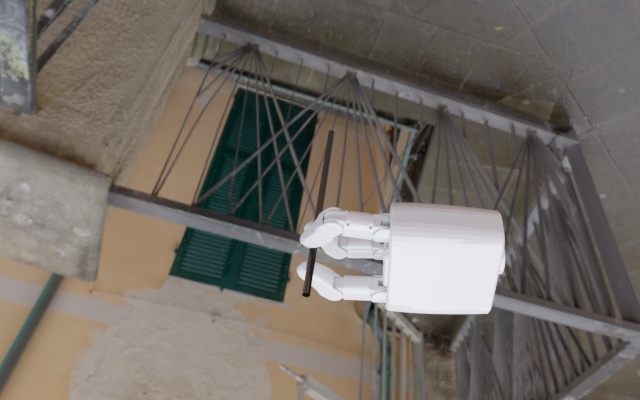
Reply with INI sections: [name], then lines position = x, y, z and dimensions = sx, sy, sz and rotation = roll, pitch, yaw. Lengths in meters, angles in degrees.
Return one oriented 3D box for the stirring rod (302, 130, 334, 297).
[stirring rod]
position = 0.000, 0.002, 0.541
dimensions = 0.011, 0.239, 0.011
rotation = 5, -41, 4
